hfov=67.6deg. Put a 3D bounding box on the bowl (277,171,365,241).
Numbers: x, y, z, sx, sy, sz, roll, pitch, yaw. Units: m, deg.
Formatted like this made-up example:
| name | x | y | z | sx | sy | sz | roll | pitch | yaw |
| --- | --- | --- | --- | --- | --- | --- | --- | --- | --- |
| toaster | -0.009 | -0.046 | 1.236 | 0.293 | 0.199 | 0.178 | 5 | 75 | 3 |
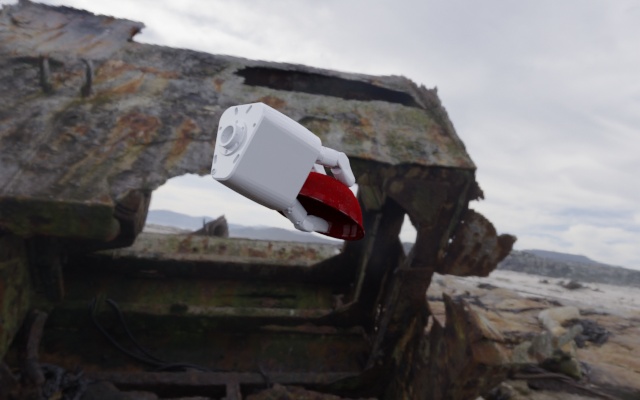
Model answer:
| name | x | y | z | sx | sy | sz | roll | pitch | yaw |
| --- | --- | --- | --- | --- | --- | --- | --- | --- | --- |
| bowl | 0.001 | 0.003 | 0.728 | 0.162 | 0.055 | 0.162 | 21 | -19 | 8 |
